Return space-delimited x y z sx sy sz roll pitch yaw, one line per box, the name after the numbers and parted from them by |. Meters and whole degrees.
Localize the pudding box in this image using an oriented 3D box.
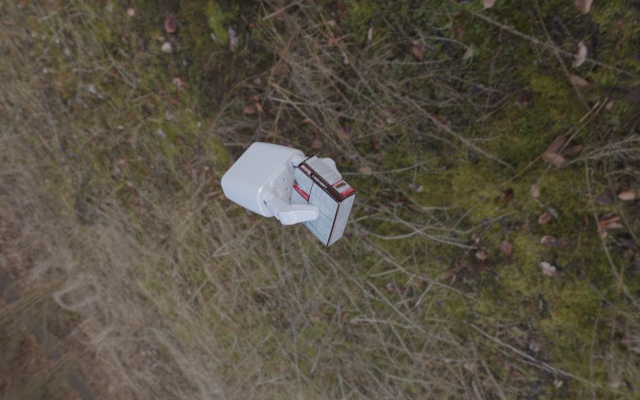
0.000 0.002 0.698 0.039 0.090 0.114 -36 -24 -30 | pudding box
